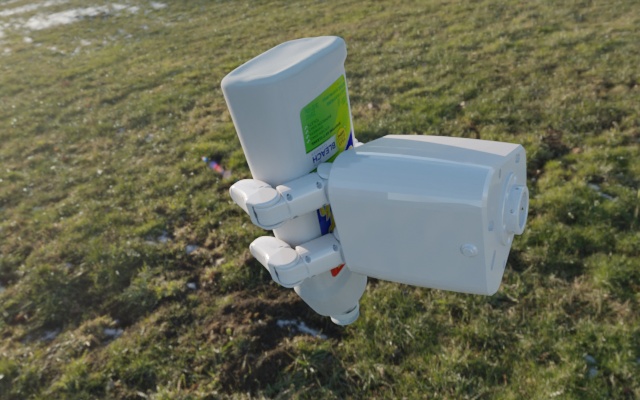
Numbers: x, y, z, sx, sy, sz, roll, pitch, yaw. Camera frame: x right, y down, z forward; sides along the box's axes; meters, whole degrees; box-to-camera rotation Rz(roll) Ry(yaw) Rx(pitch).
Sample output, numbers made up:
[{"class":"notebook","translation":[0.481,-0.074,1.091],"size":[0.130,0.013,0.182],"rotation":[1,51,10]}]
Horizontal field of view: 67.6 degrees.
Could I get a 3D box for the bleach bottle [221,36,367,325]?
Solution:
[{"class":"bleach bottle","translation":[0.000,0.001,0.406],"size":[0.068,0.251,0.102],"rotation":[8,37,34]}]
